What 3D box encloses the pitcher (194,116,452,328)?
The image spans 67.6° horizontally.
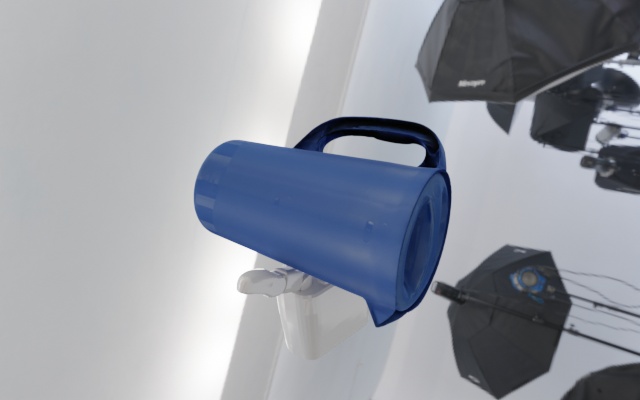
[{"bbox_3d":[0.000,0.002,0.474,0.243,0.145,0.149,15,39,28],"label":"pitcher"}]
